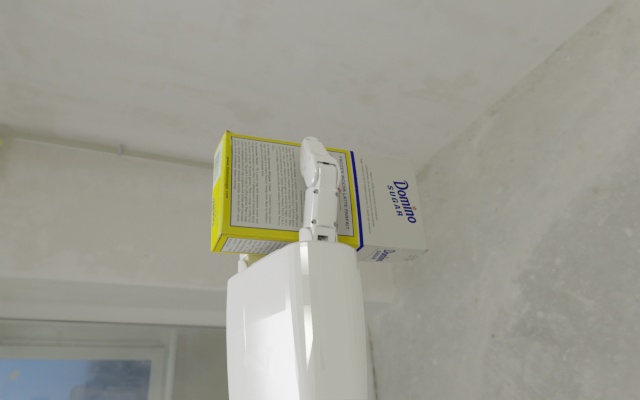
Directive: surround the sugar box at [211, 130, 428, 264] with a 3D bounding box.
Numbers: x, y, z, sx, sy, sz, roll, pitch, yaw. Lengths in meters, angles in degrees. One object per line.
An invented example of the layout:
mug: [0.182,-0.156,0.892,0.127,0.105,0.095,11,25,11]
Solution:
sugar box: [0.000,0.002,0.405,0.176,0.093,0.048,8,-28,-22]
